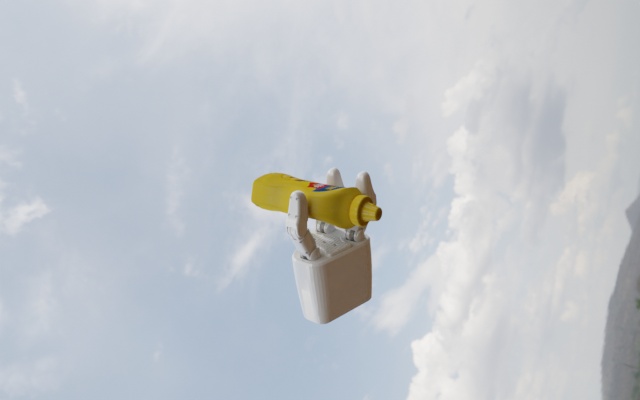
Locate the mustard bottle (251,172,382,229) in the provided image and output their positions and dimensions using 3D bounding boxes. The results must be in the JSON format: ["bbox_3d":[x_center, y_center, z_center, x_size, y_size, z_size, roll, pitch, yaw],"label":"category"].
[{"bbox_3d":[0.000,0.002,0.669,0.191,0.058,0.096,13,7,37],"label":"mustard bottle"}]
